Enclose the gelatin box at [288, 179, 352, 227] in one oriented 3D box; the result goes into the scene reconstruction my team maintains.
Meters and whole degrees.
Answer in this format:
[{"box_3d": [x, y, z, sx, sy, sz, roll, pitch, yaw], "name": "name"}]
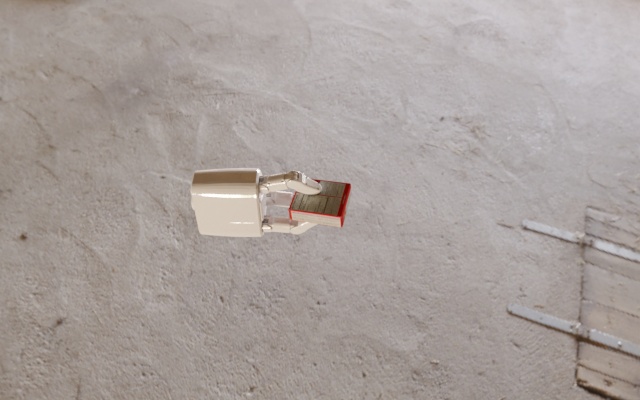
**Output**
[{"box_3d": [0.000, 0.002, 0.772, 0.089, 0.073, 0.030, 7, -40, 13], "name": "gelatin box"}]
